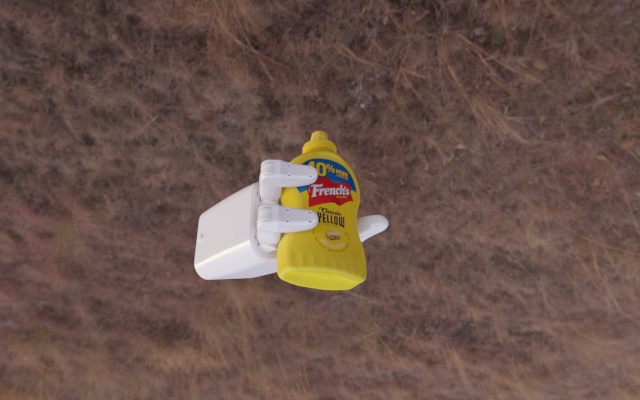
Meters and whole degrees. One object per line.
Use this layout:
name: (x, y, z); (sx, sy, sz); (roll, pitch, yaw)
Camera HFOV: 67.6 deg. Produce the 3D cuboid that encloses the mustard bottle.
mustard bottle: (0.000, 0.002, 0.547); (0.096, 0.191, 0.058); (12, -32, -23)
